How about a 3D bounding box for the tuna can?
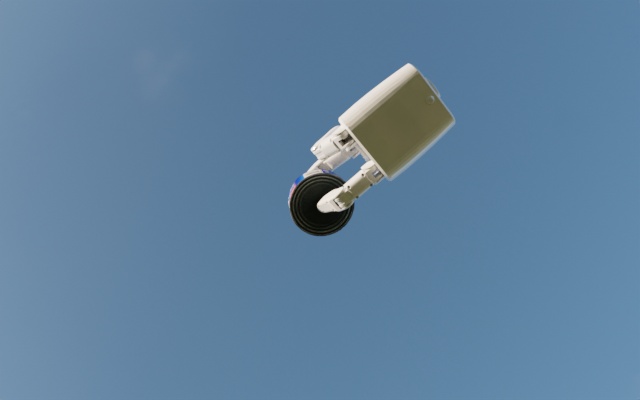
[{"bbox_3d":[0.000,0.002,0.636,0.086,0.086,0.033,0,15,-8],"label":"tuna can"}]
